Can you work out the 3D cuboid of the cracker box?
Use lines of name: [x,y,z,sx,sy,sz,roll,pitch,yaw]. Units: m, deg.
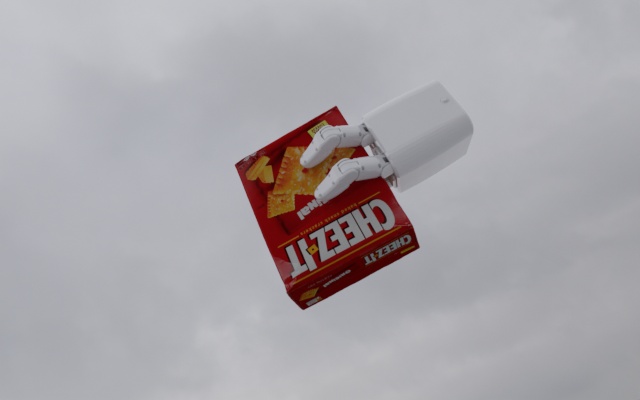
cracker box: [0.000,0.002,0.608,0.164,0.213,0.072,-29,-34,2]
